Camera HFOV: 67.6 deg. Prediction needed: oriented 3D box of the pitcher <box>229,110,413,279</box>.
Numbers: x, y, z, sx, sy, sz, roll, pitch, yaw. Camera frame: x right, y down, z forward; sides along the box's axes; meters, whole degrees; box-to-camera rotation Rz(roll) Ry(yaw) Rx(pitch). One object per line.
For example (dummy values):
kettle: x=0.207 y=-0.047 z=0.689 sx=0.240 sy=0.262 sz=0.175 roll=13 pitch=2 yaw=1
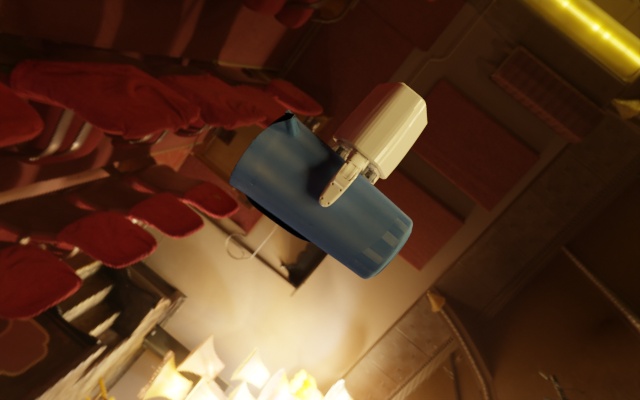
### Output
pitcher: x=0.000 y=0.002 z=0.676 sx=0.243 sy=0.145 sz=0.149 roll=39 pitch=2 yaw=1
